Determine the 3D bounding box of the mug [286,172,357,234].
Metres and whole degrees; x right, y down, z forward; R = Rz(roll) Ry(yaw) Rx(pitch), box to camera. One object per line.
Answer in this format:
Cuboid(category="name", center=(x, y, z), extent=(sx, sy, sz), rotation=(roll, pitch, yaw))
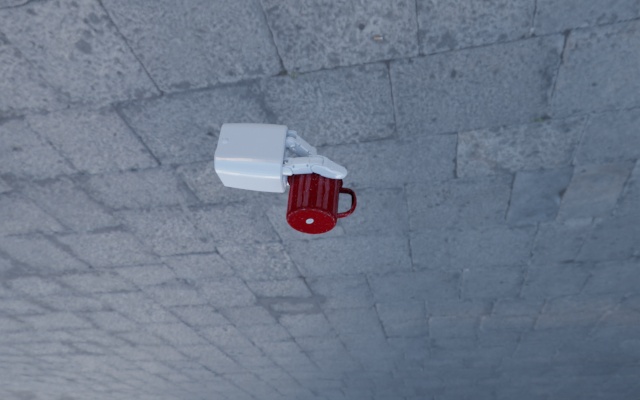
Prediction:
Cuboid(category="mug", center=(0.002, 0.003, 0.773), extent=(0.117, 0.081, 0.093), rotation=(4, -33, 2))
